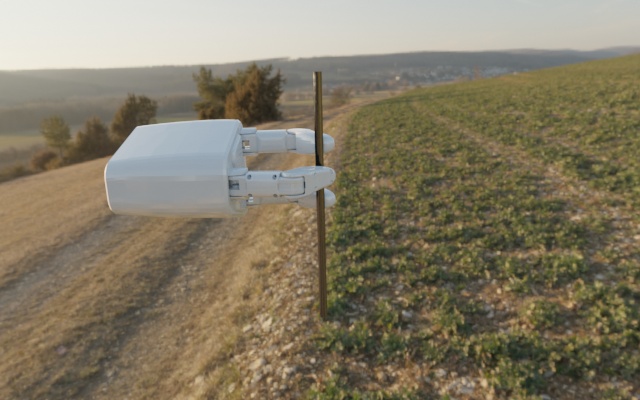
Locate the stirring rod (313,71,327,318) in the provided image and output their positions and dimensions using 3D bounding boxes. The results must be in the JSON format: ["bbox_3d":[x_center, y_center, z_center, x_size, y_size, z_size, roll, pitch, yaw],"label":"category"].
[{"bbox_3d":[0.000,0.002,0.456,0.011,0.239,0.011,-1,15,0],"label":"stirring rod"}]
